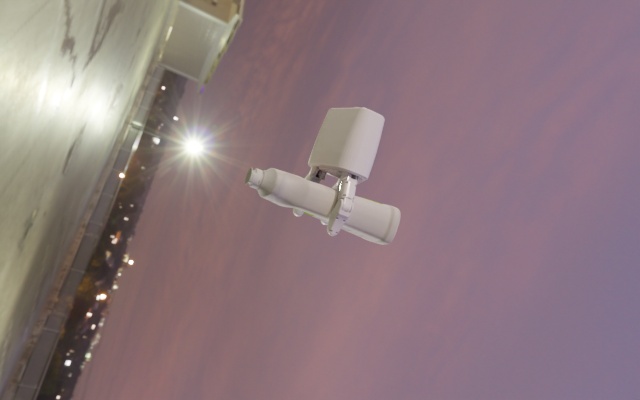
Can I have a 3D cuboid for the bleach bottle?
[{"bbox_3d":[0.000,0.003,0.782,0.251,0.068,0.102,20,-6,-22],"label":"bleach bottle"}]
